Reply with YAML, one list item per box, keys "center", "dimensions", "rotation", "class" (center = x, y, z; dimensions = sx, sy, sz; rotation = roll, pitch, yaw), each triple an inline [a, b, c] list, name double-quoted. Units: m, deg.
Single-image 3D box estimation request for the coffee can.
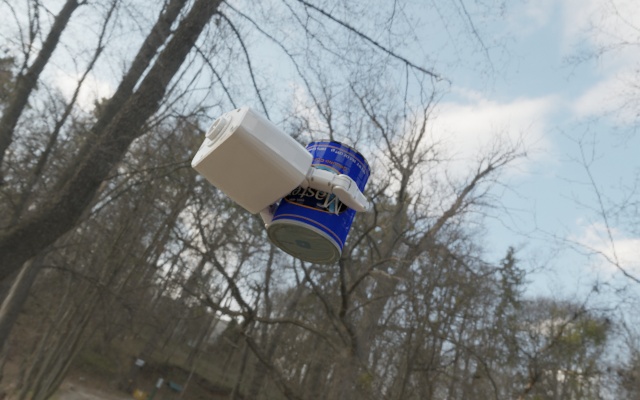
- center: [0.000, 0.002, 0.654]
  dimensions: [0.103, 0.140, 0.103]
  rotation: [17, -30, 10]
  class: "coffee can"
